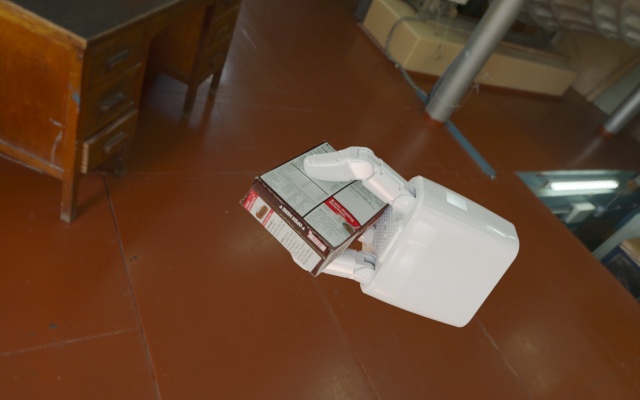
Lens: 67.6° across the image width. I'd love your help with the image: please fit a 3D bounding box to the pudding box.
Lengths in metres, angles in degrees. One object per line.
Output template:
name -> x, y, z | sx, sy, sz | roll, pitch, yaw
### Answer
pudding box -> 0.000, 0.001, 0.422 | 0.113, 0.090, 0.039 | -34, -17, -52
